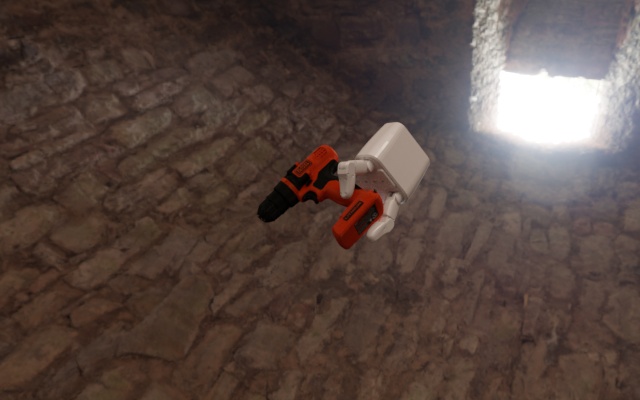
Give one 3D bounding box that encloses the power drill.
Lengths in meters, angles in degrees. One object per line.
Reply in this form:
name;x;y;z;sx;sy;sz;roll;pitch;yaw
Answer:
power drill;0.001;0.003;0.827;0.187;0.184;0.057;38;-12;36
